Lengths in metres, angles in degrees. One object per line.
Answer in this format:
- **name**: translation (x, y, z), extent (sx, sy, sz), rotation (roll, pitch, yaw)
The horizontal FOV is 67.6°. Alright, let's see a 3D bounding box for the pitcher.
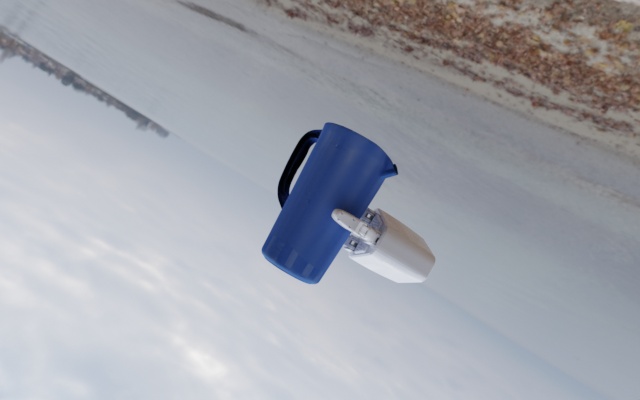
- **pitcher**: translation (0.000, 0.003, 0.776), extent (0.145, 0.243, 0.149), rotation (31, -2, -14)
